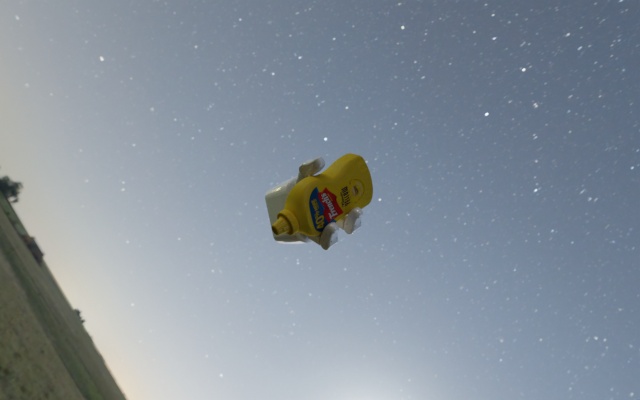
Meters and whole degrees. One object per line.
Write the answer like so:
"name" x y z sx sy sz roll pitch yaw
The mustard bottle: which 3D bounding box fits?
"mustard bottle" 0.001 0.002 0.776 0.191 0.096 0.058 -31 34 -30
